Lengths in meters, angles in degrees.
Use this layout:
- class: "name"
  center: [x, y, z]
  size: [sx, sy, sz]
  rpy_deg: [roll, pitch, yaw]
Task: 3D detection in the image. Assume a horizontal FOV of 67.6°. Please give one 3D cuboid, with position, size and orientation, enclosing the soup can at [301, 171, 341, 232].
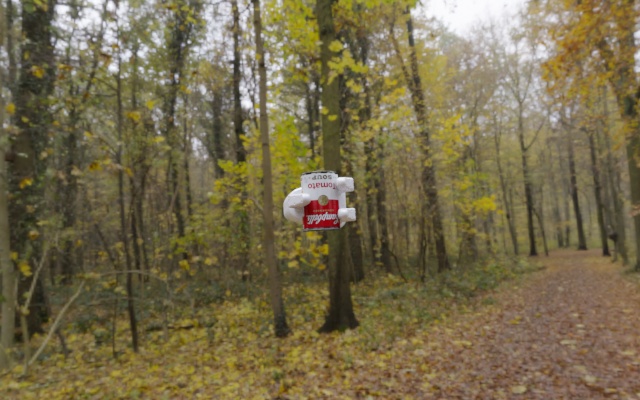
- class: "soup can"
  center: [0.000, 0.002, 0.852]
  size: [0.068, 0.102, 0.068]
  rpy_deg: [-3, -6, 0]
